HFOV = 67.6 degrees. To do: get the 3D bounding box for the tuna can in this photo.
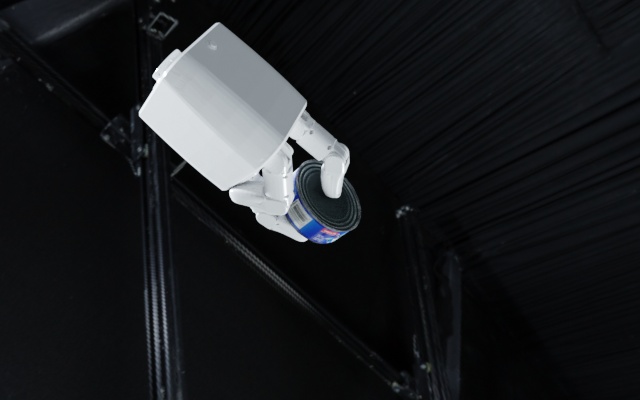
[{"bbox_3d":[0.000,0.002,0.504,0.086,0.086,0.034,0,-29,-46],"label":"tuna can"}]
